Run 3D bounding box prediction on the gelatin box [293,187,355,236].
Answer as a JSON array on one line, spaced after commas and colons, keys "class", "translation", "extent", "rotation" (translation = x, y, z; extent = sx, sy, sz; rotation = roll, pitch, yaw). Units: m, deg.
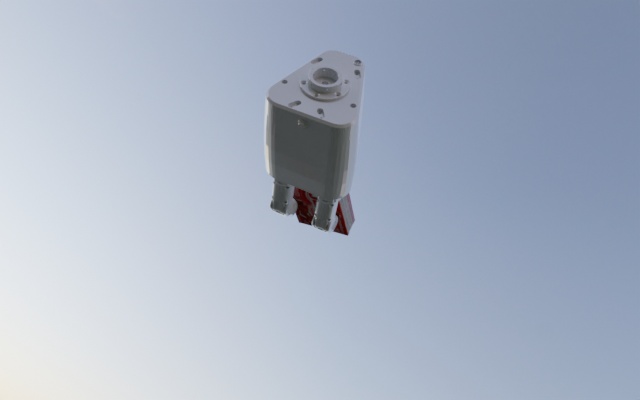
[{"class": "gelatin box", "translation": [0.000, 0.002, 0.601], "extent": [0.073, 0.030, 0.089], "rotation": [14, -33, 23]}]
